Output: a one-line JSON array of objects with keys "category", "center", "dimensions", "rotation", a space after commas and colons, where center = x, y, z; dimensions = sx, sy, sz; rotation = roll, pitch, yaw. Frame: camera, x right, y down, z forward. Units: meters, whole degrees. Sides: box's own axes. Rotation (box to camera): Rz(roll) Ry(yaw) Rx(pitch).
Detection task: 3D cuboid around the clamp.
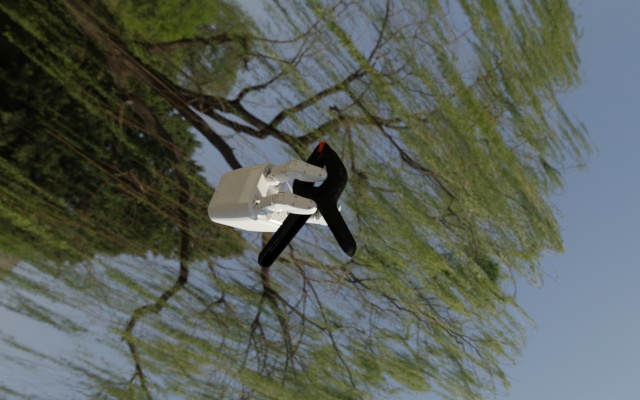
[{"category": "clamp", "center": [0.001, 0.002, 0.699], "dimensions": [0.164, 0.210, 0.036], "rotation": [-5, -34, 38]}]
